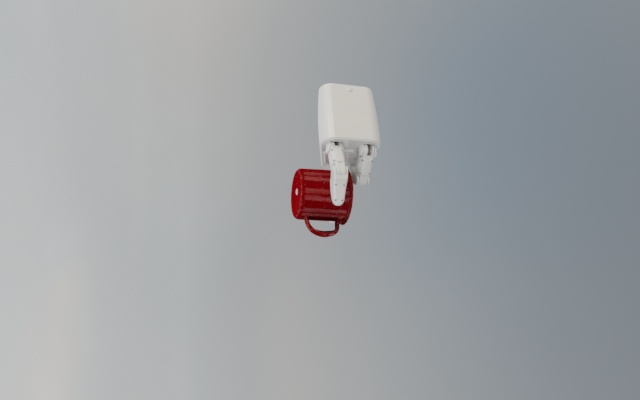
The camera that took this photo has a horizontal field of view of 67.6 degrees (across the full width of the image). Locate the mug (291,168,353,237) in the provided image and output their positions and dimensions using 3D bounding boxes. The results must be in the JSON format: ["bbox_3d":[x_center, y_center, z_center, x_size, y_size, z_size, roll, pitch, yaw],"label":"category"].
[{"bbox_3d":[0.000,0.004,0.759,0.081,0.117,0.093,3,-23,-15],"label":"mug"}]
